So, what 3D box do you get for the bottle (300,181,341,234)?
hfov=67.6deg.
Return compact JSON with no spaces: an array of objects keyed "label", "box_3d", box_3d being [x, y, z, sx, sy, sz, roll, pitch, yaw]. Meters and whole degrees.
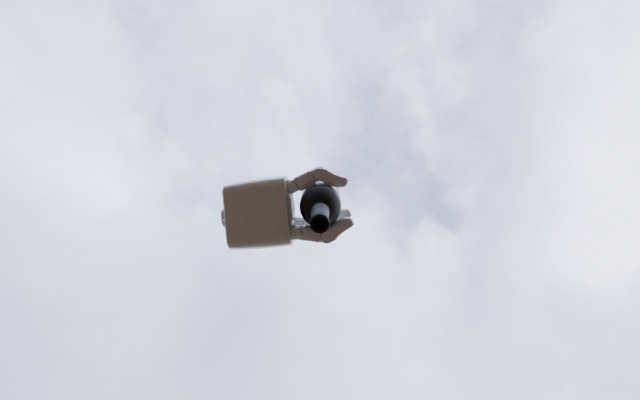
[{"label":"bottle","box_3d":[0.000,0.003,0.796,0.069,0.069,0.295,0,12,1]}]
